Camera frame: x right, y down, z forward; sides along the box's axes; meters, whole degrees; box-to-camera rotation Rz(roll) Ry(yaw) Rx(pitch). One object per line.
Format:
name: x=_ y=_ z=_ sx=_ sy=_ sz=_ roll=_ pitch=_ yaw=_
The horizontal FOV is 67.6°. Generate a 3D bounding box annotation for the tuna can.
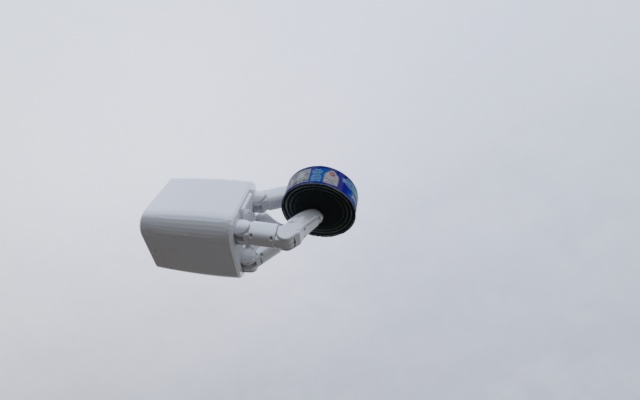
tuna can: x=0.000 y=0.001 z=0.550 sx=0.086 sy=0.086 sz=0.033 roll=0 pitch=44 yaw=14
